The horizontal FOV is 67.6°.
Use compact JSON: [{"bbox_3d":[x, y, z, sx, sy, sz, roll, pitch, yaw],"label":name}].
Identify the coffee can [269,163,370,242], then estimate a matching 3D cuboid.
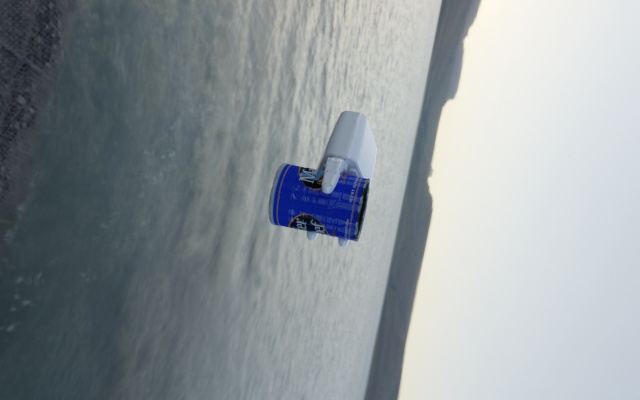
[{"bbox_3d":[0.000,0.003,0.761,0.140,0.103,0.103,11,2,10],"label":"coffee can"}]
